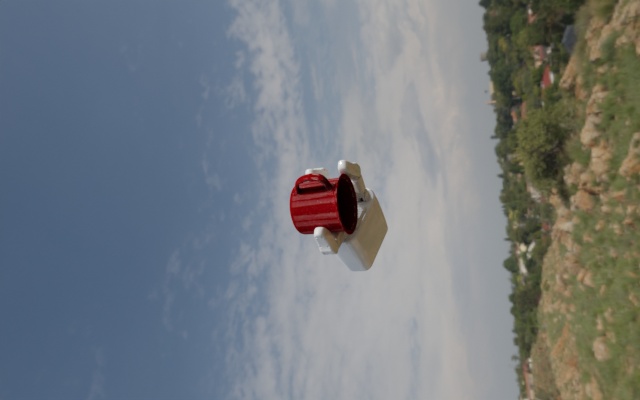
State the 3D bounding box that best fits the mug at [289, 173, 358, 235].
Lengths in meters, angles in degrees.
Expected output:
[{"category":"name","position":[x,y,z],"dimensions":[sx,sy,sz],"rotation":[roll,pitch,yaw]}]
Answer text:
[{"category":"mug","position":[-0.001,0.002,0.726],"dimensions":[0.081,0.093,0.117],"rotation":[-7,-39,22]}]
